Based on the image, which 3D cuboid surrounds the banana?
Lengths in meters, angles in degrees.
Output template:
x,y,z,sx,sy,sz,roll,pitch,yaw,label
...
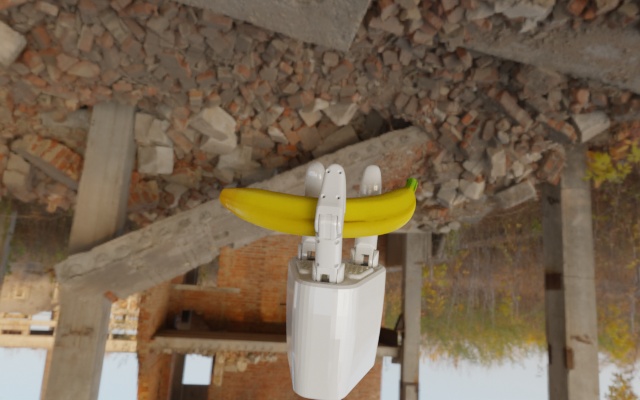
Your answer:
x,y,z,sx,sy,sz,roll,pitch,yaw,label
0.007,0.009,0.443,0.198,0.037,0.069,-2,24,-13,banana
